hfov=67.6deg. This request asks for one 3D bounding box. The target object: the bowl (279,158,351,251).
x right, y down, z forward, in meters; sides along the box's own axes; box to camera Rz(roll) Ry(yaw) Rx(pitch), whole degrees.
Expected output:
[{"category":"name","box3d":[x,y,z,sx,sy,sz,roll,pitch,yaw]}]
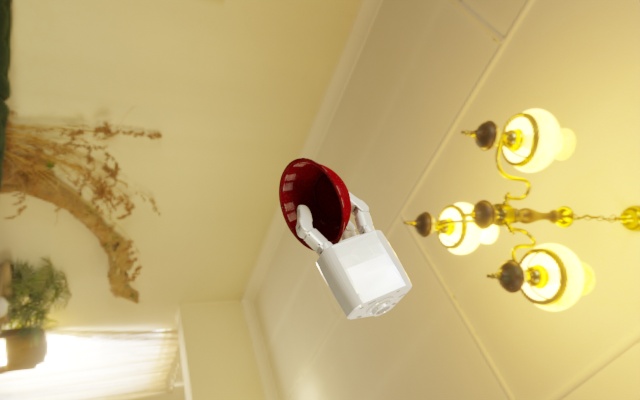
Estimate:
[{"category":"bowl","box3d":[0.000,0.001,0.810,0.055,0.162,0.162,-20,13,-40]}]
